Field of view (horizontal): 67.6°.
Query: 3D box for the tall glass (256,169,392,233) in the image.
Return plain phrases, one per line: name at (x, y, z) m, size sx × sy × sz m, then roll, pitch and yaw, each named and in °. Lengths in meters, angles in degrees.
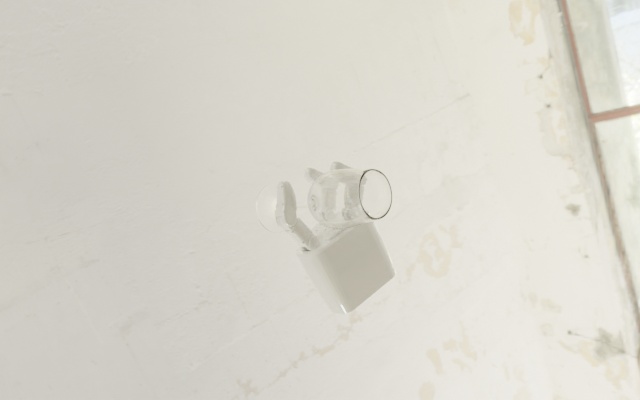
tall glass at (0.000, 0.002, 0.646) m, size 0.079 × 0.079 × 0.201 m, roll 0°, pitch -6°, yaw -42°
